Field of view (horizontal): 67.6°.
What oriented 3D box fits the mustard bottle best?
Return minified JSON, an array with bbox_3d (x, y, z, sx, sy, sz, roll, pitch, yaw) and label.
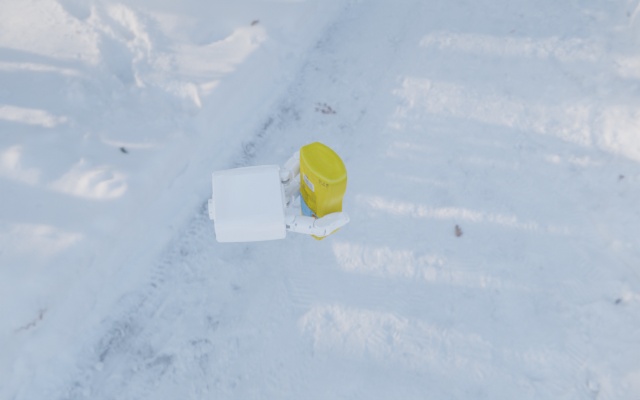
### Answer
[{"bbox_3d":[0.000,0.002,0.790,0.058,0.192,0.096,-24,54,-23],"label":"mustard bottle"}]
